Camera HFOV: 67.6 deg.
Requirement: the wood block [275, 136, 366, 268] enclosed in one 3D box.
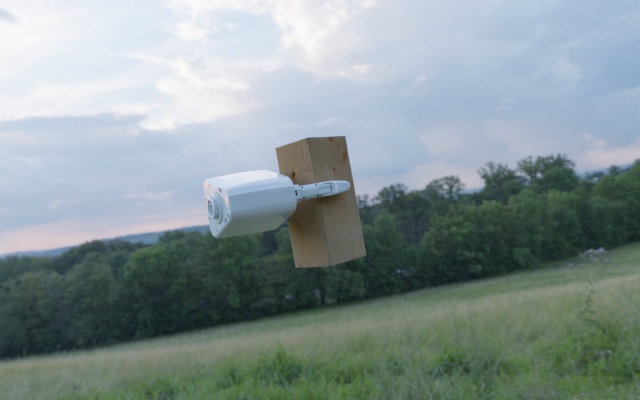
[{"bbox_3d":[0.000,0.003,0.806,0.090,0.206,0.091,-10,0,-44],"label":"wood block"}]
